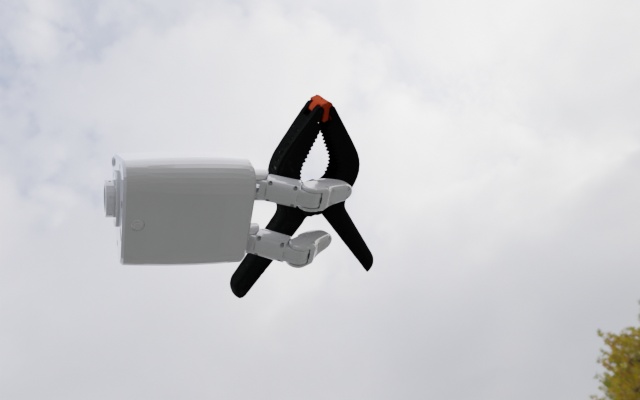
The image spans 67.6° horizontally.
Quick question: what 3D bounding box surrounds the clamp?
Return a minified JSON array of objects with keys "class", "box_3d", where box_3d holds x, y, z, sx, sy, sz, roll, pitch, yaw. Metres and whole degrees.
[{"class":"clamp","box_3d":[0.000,0.001,0.482,0.164,0.210,0.036,-1,26,-29]}]
